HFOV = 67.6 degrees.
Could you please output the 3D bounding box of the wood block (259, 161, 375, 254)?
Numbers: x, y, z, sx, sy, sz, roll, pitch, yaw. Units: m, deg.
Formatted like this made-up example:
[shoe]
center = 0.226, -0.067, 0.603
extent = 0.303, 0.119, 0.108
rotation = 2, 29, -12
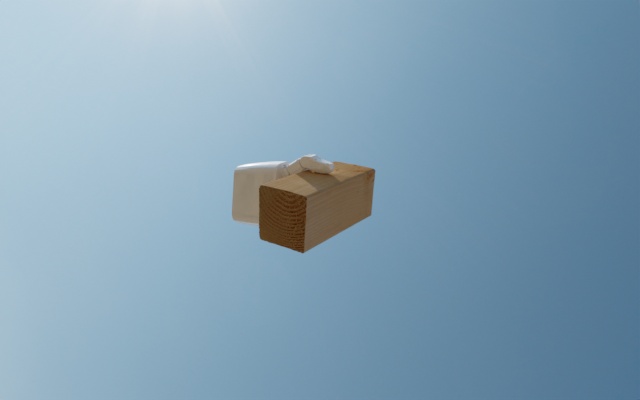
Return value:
[wood block]
center = 0.000, 0.002, 0.784
extent = 0.090, 0.091, 0.206
rotation = 14, 22, 31
